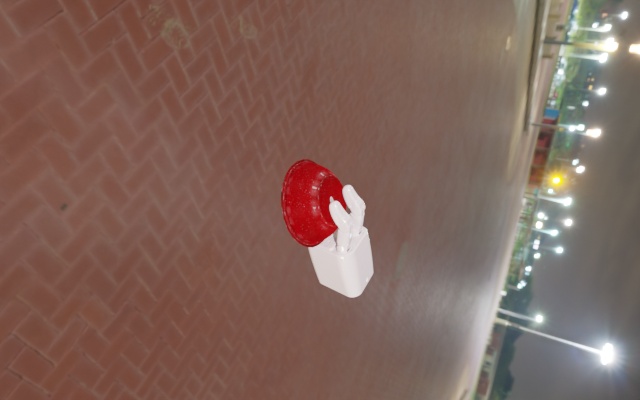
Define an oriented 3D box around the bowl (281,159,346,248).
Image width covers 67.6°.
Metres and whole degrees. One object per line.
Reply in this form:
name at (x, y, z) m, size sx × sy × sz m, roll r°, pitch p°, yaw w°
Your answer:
bowl at (0.000, 0.002, 0.856) m, size 0.055 × 0.162 × 0.162 m, roll -6°, pitch -3°, yaw 35°
